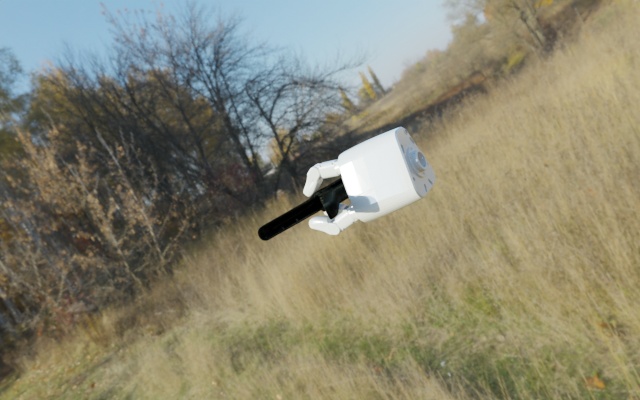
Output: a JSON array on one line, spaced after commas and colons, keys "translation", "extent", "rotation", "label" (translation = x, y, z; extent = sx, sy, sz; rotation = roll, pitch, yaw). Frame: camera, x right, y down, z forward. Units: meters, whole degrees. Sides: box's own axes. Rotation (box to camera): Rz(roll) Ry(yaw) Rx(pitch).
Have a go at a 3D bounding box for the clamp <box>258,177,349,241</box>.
[{"translation": [0.000, 0.002, 0.792], "extent": [0.164, 0.036, 0.210], "rotation": [-21, 10, 34], "label": "clamp"}]
